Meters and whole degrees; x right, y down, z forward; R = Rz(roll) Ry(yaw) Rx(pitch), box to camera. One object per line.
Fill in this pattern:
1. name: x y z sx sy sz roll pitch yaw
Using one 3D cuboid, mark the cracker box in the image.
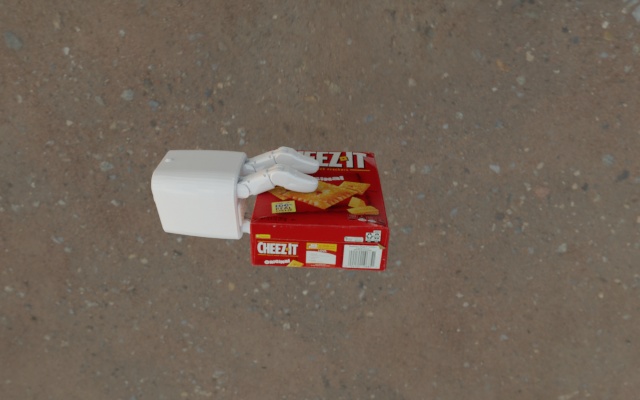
1. cracker box: 0.000 0.002 0.647 0.164 0.072 0.213 2 30 0
